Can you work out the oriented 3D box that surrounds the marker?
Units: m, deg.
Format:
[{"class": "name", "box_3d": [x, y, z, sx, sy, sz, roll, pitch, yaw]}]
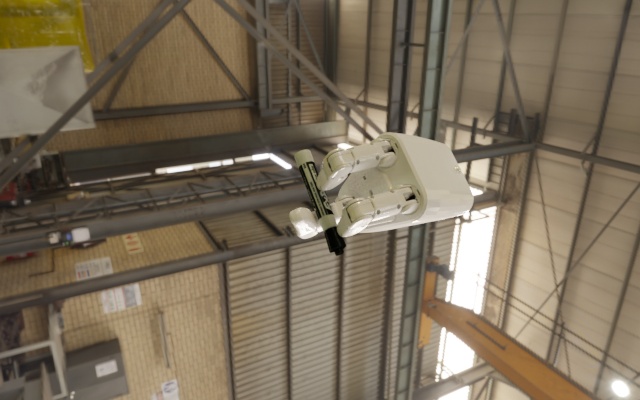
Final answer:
[{"class": "marker", "box_3d": [0.000, 0.002, 0.510, 0.020, 0.121, 0.020, -19, -18, -6]}]
